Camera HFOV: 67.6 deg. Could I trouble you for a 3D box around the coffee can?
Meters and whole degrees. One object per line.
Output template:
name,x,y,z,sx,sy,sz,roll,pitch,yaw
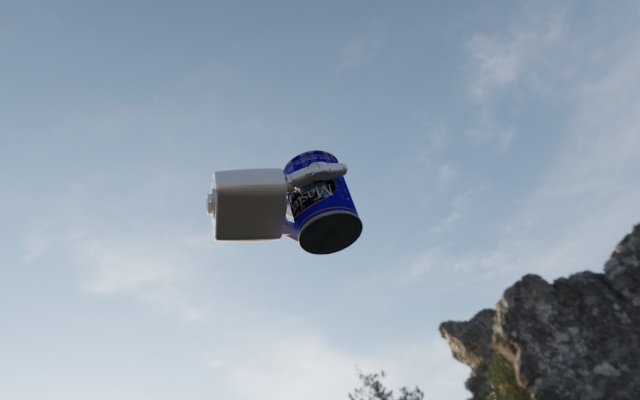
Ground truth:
coffee can,0.000,0.003,0.780,0.103,0.140,0.103,-10,-40,-9
